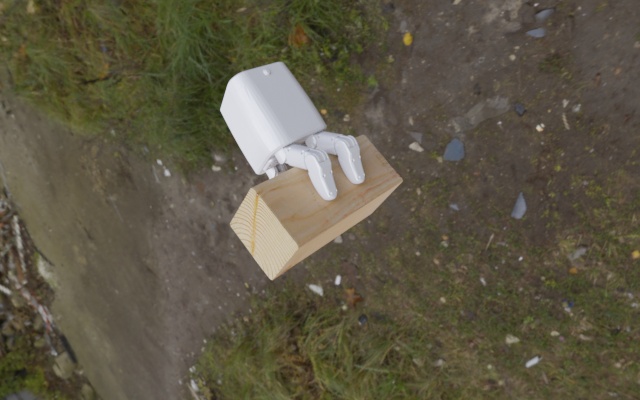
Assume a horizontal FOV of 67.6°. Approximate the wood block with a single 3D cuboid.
[{"bbox_3d":[0.000,0.002,0.618,0.206,0.090,0.091,-30,-14,-40],"label":"wood block"}]
